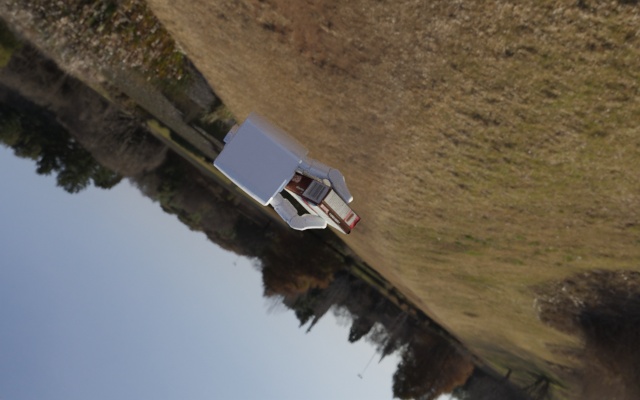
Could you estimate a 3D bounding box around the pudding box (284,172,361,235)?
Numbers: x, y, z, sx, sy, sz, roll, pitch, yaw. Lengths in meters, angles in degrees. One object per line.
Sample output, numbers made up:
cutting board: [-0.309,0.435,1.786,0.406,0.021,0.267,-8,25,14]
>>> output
pudding box: [0.000,0.003,0.777,0.090,0.039,0.113,44,-8,-37]
